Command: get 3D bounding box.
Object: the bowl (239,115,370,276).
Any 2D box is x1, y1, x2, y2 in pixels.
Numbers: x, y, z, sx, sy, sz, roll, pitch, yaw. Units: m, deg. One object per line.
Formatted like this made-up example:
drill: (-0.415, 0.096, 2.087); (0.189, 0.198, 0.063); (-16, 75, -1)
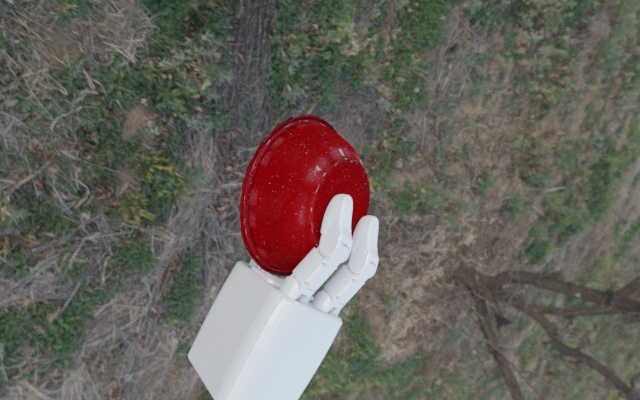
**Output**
bowl: (0.001, 0.000, 0.458); (0.055, 0.162, 0.162); (14, 9, 37)
